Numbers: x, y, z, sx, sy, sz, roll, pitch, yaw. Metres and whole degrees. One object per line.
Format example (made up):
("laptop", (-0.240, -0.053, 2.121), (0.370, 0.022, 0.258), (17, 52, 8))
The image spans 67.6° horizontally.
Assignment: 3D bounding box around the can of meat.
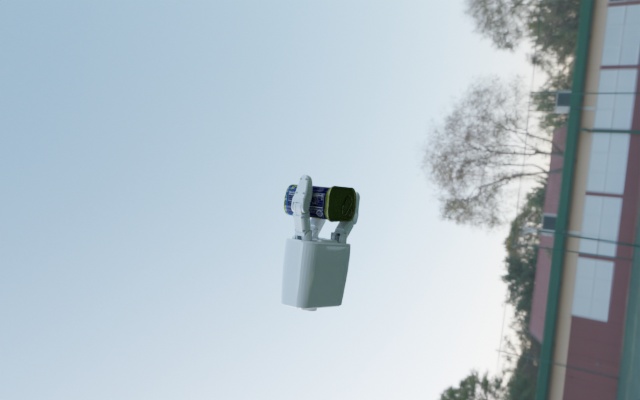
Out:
("can of meat", (0.000, 0.002, 0.791), (0.084, 0.057, 0.102), (5, 2, 29))
